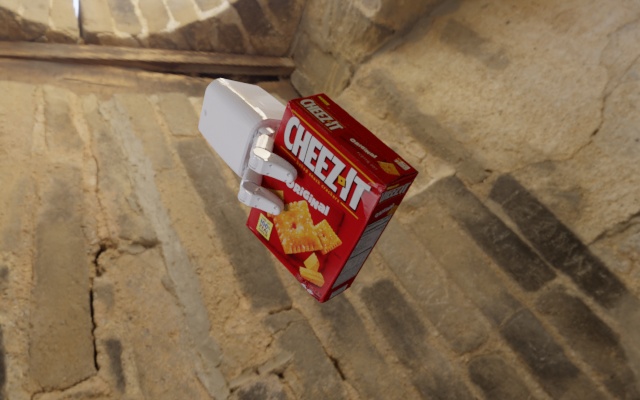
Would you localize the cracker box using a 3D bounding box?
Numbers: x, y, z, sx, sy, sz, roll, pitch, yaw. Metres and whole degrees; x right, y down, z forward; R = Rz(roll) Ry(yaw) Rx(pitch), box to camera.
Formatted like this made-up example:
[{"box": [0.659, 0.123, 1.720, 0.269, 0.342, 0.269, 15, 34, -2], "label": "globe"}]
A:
[{"box": [0.000, 0.002, 0.604, 0.072, 0.214, 0.164, -24, 58, -43], "label": "cracker box"}]
